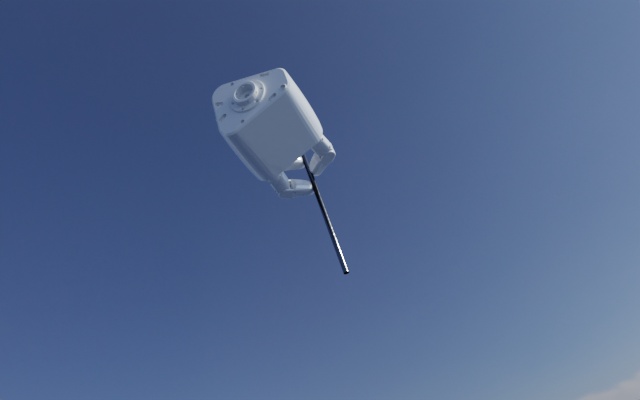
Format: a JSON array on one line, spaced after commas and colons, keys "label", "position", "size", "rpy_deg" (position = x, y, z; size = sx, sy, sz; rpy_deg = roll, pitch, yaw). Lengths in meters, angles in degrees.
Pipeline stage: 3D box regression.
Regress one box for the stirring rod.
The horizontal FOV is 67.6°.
[{"label": "stirring rod", "position": [0.000, 0.002, 0.694], "size": [0.011, 0.239, 0.011], "rpy_deg": [-13, -35, -10]}]
